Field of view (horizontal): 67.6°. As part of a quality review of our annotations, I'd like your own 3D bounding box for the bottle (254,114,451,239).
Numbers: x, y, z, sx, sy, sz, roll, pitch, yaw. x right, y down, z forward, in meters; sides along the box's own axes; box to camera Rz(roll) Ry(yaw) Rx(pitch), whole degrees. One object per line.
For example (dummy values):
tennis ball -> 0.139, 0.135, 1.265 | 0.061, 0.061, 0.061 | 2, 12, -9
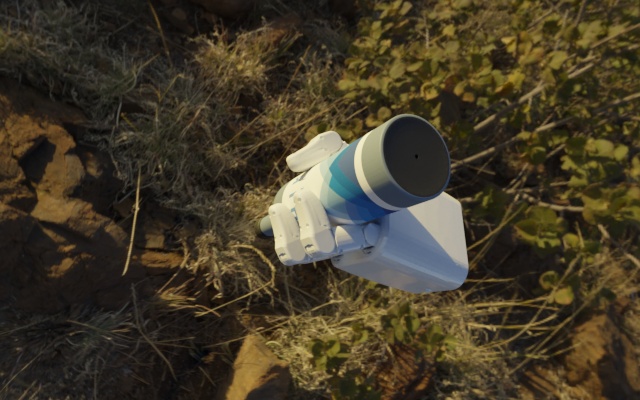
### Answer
bottle -> 0.000, 0.001, 0.472 | 0.069, 0.069, 0.296 | 0, -13, -30
